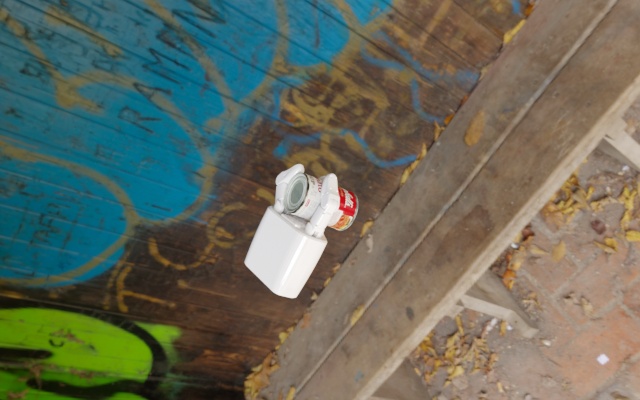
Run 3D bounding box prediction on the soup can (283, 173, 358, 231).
[{"bbox_3d":[0.000,0.002,0.765,0.102,0.068,0.068,20,-11,-32],"label":"soup can"}]
